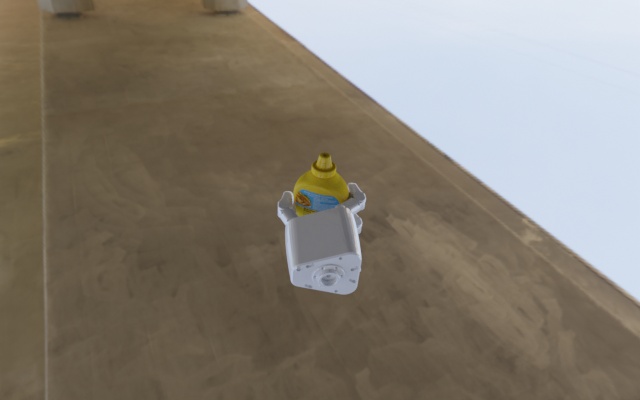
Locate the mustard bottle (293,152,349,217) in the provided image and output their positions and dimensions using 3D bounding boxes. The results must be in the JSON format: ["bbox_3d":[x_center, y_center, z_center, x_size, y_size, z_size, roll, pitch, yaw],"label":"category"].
[{"bbox_3d":[0.000,0.003,0.832,0.096,0.192,0.058,14,38,12],"label":"mustard bottle"}]
